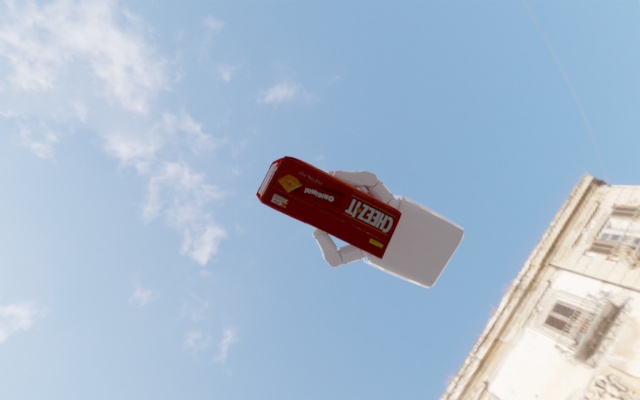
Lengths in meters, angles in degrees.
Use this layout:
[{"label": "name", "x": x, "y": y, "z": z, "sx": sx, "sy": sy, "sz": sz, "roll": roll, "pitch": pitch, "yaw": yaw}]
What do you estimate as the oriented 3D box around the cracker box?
[{"label": "cracker box", "x": 0.000, "y": 0.002, "z": 0.667, "sx": 0.164, "sy": 0.072, "sz": 0.213, "roll": 25, "pitch": -2, "yaw": -10}]
